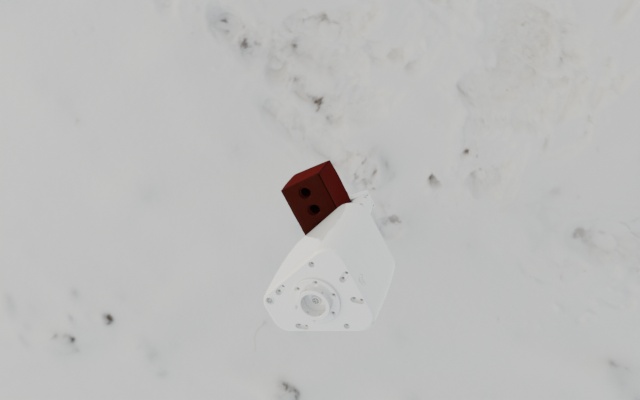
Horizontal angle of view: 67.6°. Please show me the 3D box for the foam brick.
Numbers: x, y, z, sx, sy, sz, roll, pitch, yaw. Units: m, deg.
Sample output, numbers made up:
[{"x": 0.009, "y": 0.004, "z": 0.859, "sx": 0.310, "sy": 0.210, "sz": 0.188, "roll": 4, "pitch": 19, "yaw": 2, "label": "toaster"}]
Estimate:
[{"x": 0.000, "y": 0.002, "z": 0.559, "sx": 0.053, "sy": 0.078, "sz": 0.051, "roll": -23, "pitch": 13, "yaw": 25, "label": "foam brick"}]
